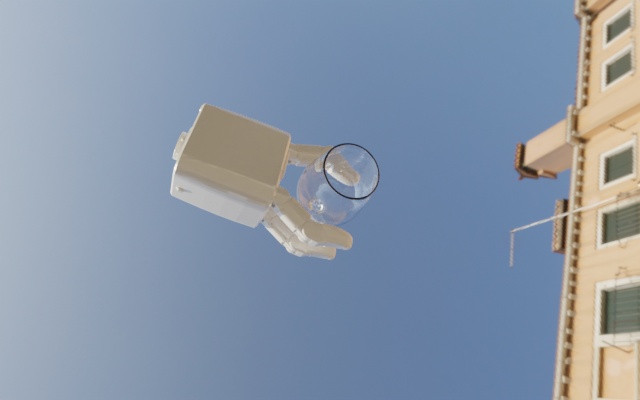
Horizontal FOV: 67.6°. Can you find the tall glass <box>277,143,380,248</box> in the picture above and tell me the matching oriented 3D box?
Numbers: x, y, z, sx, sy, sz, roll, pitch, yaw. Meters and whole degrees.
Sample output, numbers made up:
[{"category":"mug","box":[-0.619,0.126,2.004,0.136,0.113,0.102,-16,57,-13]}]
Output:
[{"category":"tall glass","box":[0.000,0.002,0.568,0.079,0.079,0.201,0,-19,-20]}]
